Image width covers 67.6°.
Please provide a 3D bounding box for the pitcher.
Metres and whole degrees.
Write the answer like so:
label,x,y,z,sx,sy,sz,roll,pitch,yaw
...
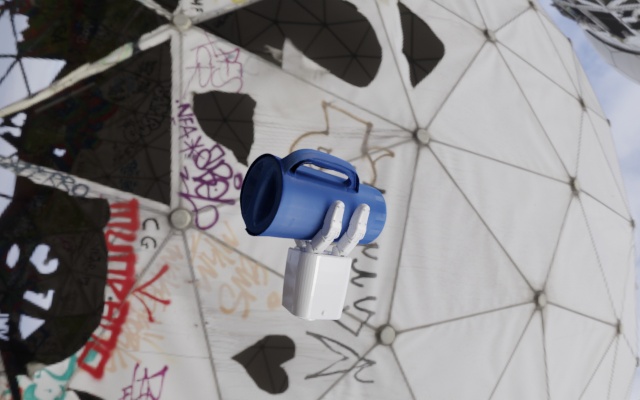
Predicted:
label,x,y,z,sx,sy,sz,roll,pitch,yaw
pitcher,0.000,0.003,0.809,0.243,0.145,0.149,11,-4,-36
